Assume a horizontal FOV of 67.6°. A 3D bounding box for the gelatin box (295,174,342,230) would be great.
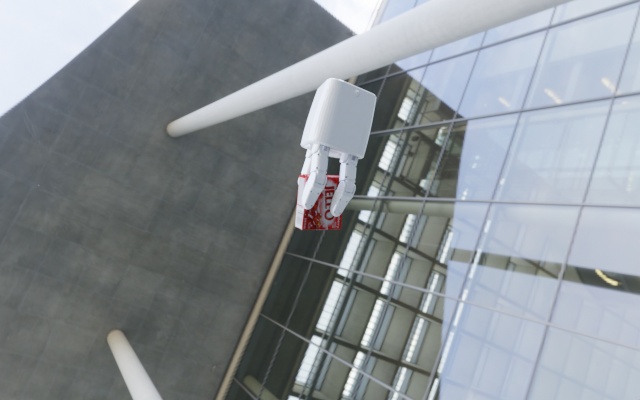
[{"bbox_3d":[0.000,0.003,0.781,0.073,0.089,0.030,0,10,-28],"label":"gelatin box"}]
